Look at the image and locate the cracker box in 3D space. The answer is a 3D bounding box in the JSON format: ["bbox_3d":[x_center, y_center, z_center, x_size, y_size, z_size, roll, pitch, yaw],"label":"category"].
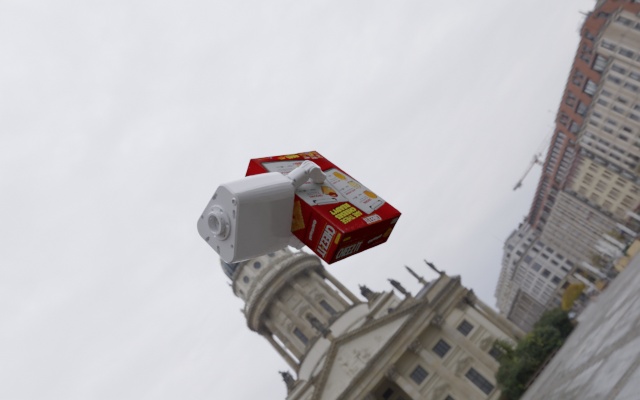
[{"bbox_3d":[0.000,0.002,0.790,0.213,0.072,0.164,39,32,28],"label":"cracker box"}]
